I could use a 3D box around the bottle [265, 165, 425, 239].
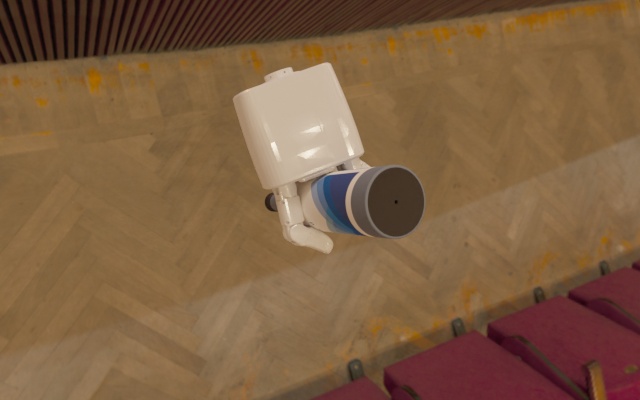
[{"bbox_3d":[0.000,0.002,0.554,0.069,0.069,0.295,0,0,-27],"label":"bottle"}]
